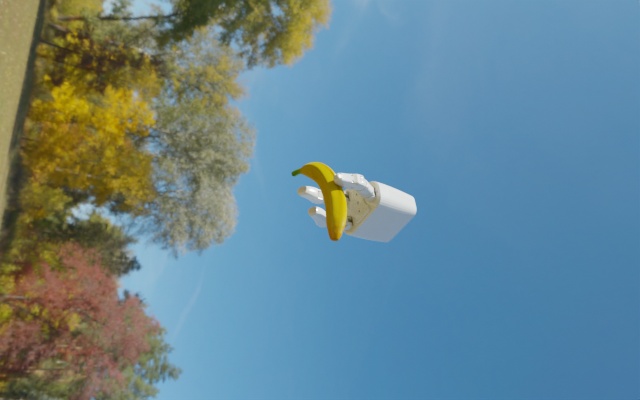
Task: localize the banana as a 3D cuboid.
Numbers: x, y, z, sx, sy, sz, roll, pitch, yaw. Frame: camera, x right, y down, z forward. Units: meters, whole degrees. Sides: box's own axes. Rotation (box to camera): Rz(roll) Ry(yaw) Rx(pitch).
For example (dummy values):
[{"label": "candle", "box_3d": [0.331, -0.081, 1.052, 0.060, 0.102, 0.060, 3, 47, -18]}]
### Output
[{"label": "banana", "box_3d": [0.010, -0.013, 0.847, 0.037, 0.070, 0.197, 21, 26, -38]}]
